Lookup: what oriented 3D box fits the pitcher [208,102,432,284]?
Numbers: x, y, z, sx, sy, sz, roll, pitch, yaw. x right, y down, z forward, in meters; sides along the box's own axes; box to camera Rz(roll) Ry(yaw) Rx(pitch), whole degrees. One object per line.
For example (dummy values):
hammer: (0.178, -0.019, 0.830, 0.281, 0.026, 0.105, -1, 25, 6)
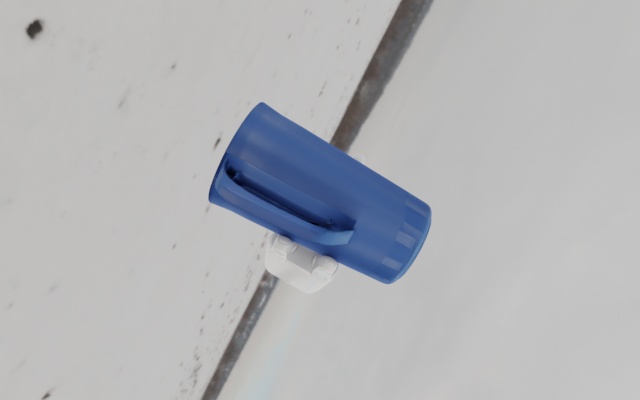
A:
pitcher: (0.000, 0.002, 0.555, 0.243, 0.149, 0.145, 28, -25, -1)
